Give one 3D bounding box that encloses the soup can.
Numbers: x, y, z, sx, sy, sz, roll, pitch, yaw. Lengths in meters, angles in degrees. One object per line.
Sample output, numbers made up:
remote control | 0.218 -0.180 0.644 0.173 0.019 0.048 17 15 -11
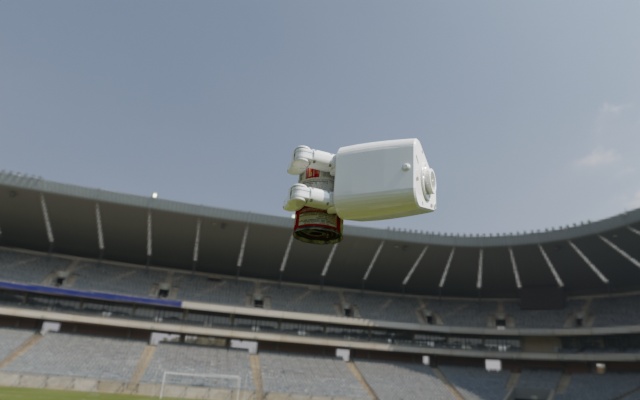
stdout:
soup can | 0.000 0.002 0.657 0.068 0.102 0.068 4 -22 2
